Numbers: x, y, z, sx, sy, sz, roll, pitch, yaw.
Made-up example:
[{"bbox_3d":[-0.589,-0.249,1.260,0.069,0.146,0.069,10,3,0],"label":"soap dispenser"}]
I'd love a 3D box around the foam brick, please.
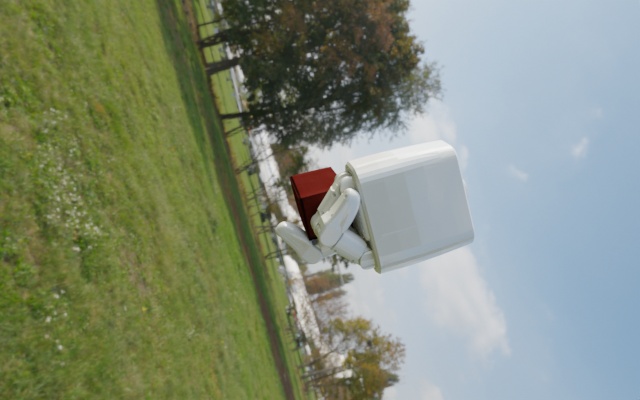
[{"bbox_3d":[0.000,0.002,0.538,0.051,0.053,0.078,-16,24,-5],"label":"foam brick"}]
